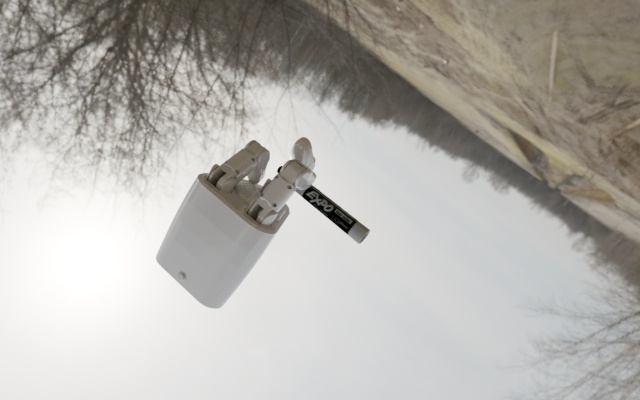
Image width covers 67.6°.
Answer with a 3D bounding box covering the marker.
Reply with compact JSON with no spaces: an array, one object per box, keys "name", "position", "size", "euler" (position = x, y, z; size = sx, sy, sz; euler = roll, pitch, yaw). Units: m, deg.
[{"name":"marker","position":[0.000,0.002,0.506],"size":[0.121,0.020,0.020],"euler":[39,12,15]}]
